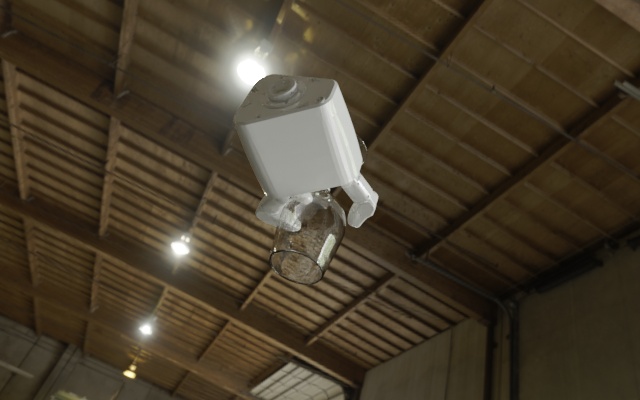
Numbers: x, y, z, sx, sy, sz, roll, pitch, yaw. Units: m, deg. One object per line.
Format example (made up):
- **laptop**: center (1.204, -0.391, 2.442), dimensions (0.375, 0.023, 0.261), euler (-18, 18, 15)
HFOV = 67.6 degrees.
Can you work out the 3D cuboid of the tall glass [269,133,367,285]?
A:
- **tall glass**: center (0.000, 0.002, 0.579), dimensions (0.079, 0.201, 0.079), euler (12, -41, 10)
